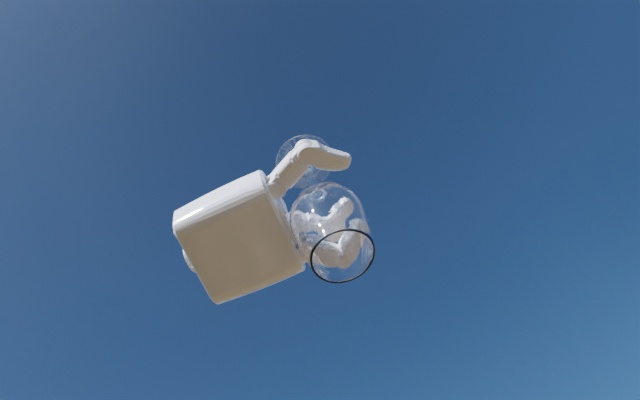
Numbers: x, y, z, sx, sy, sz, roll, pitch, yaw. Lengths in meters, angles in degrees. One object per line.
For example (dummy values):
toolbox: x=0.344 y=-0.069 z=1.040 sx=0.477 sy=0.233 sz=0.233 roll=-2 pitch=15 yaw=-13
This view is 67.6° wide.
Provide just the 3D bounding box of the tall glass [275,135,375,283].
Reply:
tall glass: x=0.000 y=0.001 z=0.517 sx=0.079 sy=0.079 sz=0.201 roll=0 pitch=30 yaw=-14
